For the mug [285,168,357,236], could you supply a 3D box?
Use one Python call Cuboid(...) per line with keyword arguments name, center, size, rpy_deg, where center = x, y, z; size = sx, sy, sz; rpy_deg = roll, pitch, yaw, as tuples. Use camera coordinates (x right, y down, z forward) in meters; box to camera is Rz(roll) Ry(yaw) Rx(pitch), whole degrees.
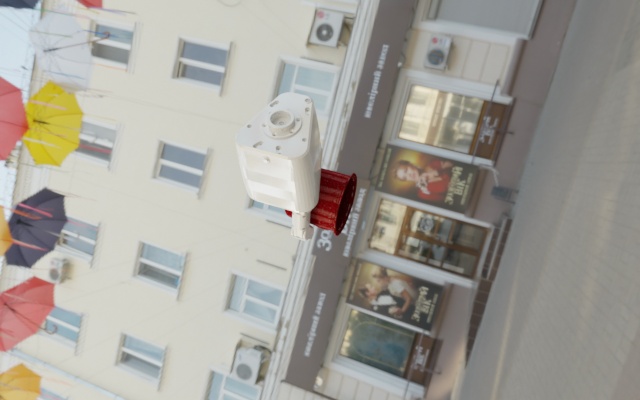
Cuboid(name="mug", center=(0.000, 0.003, 0.700), size=(0.081, 0.093, 0.117), rpy_deg=(16, -33, 14))
